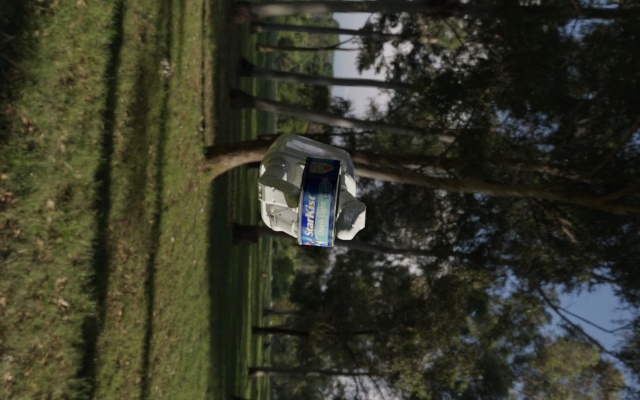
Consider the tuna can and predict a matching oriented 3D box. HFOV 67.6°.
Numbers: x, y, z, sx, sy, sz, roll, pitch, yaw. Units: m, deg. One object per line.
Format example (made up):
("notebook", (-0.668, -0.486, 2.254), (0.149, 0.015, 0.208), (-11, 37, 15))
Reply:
("tuna can", (0.001, 0.002, 0.462), (0.034, 0.086, 0.086), (6, 0, 4))
